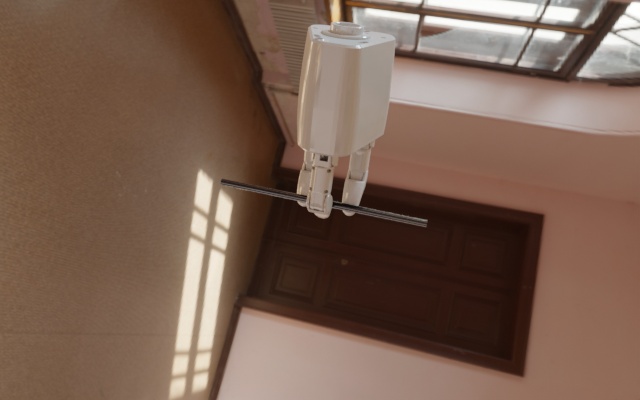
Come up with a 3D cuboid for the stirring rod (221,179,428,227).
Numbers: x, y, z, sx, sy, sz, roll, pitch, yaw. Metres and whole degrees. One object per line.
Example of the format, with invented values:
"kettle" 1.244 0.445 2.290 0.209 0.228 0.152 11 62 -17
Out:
"stirring rod" 0.000 0.002 0.542 0.239 0.011 0.011 12 2 10
